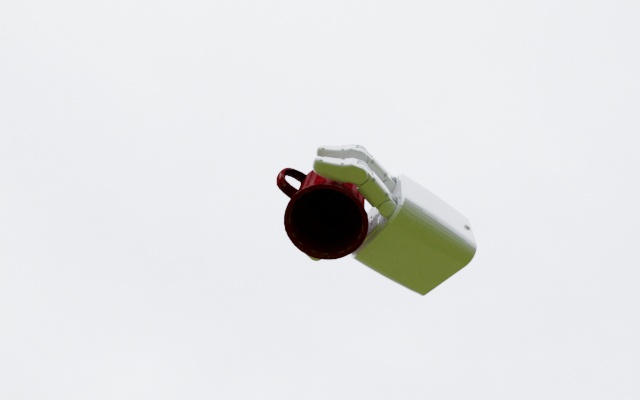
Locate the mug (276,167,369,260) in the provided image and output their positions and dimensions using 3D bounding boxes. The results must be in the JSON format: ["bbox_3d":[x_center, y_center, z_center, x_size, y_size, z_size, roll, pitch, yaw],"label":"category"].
[{"bbox_3d":[-0.001,0.001,0.550,0.117,0.093,0.081,33,25,-8],"label":"mug"}]
